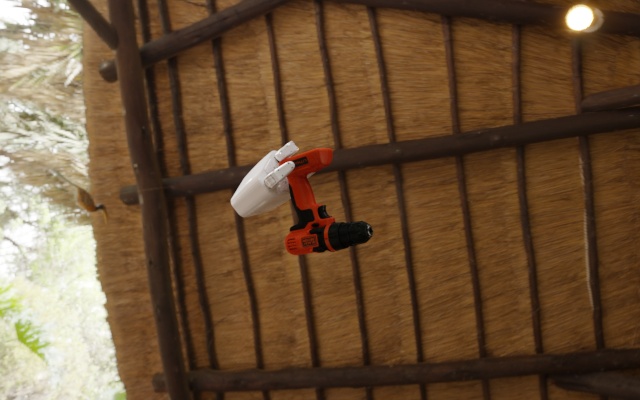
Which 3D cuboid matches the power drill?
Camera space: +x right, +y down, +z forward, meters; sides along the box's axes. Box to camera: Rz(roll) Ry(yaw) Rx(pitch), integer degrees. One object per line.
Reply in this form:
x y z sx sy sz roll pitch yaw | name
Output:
0.000 0.002 0.876 0.184 0.187 0.057 -13 -5 33 | power drill
